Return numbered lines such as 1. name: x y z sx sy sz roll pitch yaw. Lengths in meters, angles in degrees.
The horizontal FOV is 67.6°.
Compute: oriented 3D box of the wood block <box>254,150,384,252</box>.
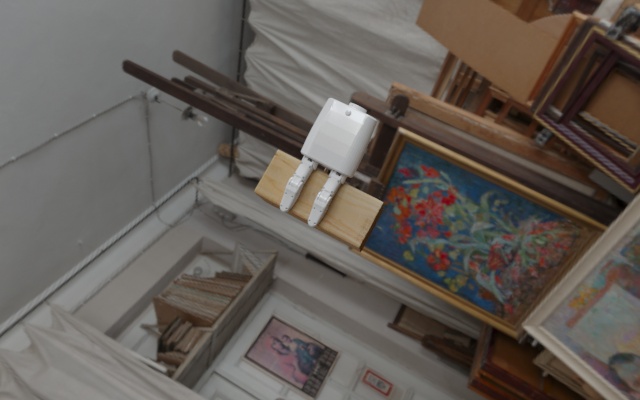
1. wood block: 0.000 0.002 0.852 0.206 0.090 0.091 28 -6 12
